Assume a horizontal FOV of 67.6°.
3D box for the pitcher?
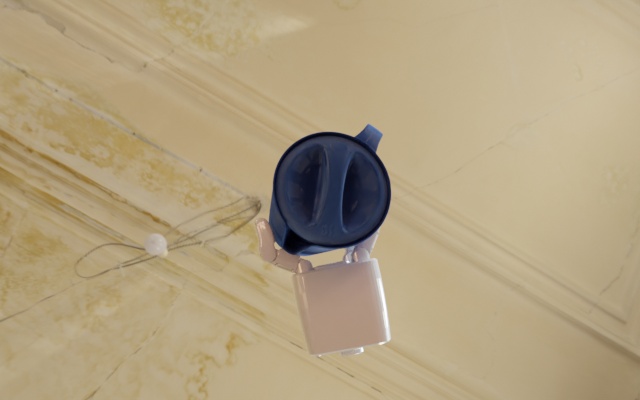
[{"bbox_3d":[0.000,0.002,0.635,0.149,0.145,0.243,-9,-9,-12],"label":"pitcher"}]
